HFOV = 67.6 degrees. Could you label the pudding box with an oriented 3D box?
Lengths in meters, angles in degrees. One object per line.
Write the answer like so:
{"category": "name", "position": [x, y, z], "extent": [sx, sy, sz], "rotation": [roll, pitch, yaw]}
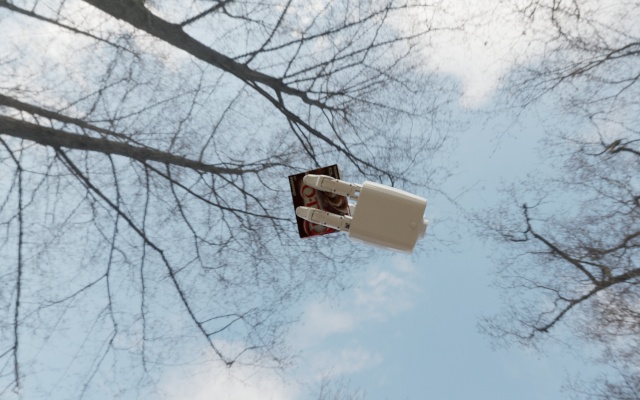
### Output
{"category": "pudding box", "position": [0.000, 0.003, 0.816], "extent": [0.090, 0.113, 0.039], "rotation": [-13, -9, 12]}
